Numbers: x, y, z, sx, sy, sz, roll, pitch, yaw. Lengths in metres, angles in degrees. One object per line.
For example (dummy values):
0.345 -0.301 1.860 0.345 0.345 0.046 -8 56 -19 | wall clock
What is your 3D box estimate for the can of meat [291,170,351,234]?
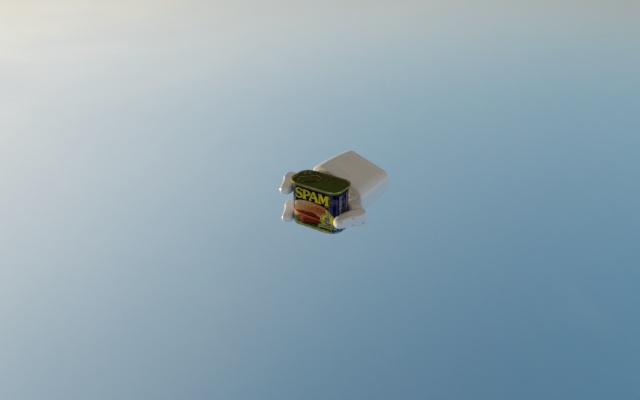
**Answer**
0.000 0.003 0.824 0.102 0.084 0.057 18 33 29 | can of meat
